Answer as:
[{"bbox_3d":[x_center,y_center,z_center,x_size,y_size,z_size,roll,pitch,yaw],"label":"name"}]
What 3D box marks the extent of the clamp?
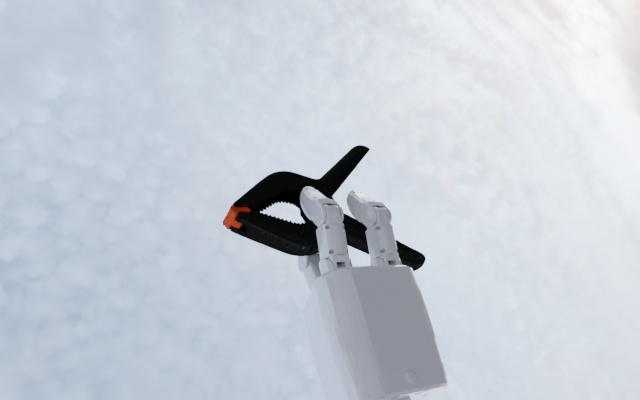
[{"bbox_3d":[-0.001,0.002,0.499,0.210,0.164,0.036,2,-37,-29],"label":"clamp"}]
